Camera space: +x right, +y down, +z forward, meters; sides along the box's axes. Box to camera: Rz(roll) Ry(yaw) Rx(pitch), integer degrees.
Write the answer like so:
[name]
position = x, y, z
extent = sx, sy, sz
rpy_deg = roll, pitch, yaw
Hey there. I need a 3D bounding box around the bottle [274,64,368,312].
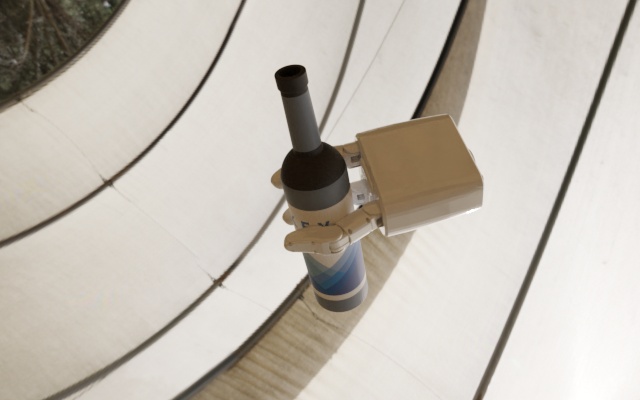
[bottle]
position = 0.000, 0.002, 0.492
extent = 0.069, 0.296, 0.069
rpy_deg = -8, 41, 7
